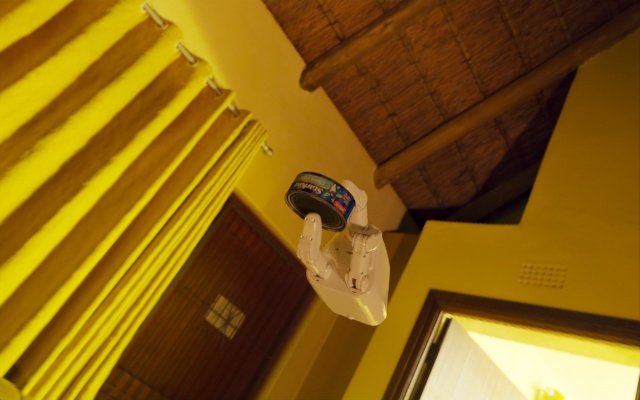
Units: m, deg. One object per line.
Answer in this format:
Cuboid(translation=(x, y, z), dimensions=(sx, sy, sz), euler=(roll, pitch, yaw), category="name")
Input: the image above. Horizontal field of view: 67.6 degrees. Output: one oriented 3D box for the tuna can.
Cuboid(translation=(0.000, 0.001, 0.593), dimensions=(0.086, 0.033, 0.086), euler=(24, -23, 11), category="tuna can")
